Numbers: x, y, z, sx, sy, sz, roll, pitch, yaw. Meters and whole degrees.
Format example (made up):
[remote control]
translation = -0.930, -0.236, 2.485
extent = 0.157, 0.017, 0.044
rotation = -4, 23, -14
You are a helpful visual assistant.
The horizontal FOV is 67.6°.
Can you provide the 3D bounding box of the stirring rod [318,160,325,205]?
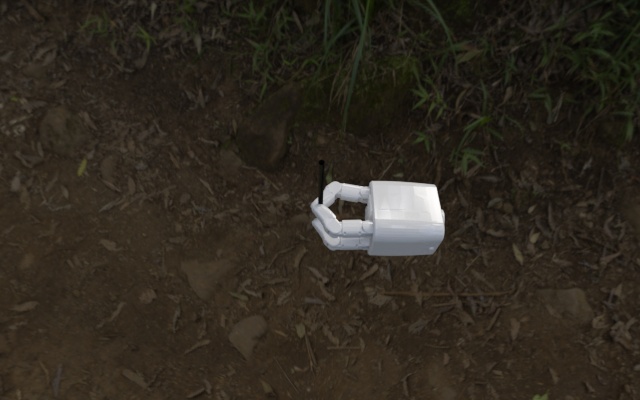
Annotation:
[stirring rod]
translation = 0.000, 0.002, 0.725
extent = 0.011, 0.011, 0.240
rotation = 0, -25, -1
